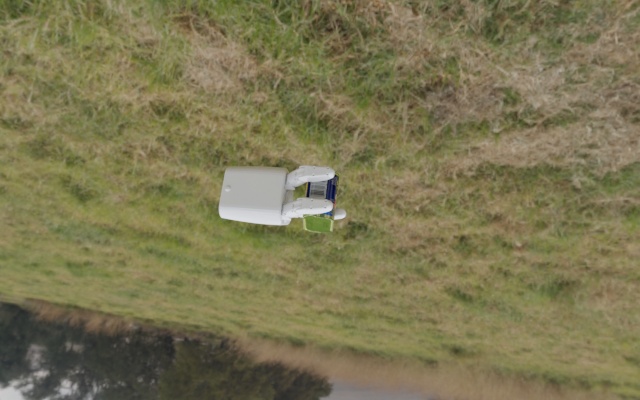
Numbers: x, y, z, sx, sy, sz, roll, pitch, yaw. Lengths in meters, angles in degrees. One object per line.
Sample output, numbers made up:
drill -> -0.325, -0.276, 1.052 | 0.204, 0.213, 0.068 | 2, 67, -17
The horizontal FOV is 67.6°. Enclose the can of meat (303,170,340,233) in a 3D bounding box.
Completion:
can of meat -> 0.000, 0.003, 0.809 | 0.057, 0.084, 0.102 | 6, -19, 2
